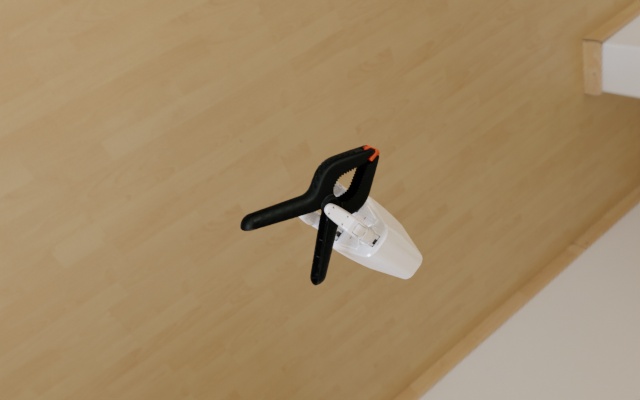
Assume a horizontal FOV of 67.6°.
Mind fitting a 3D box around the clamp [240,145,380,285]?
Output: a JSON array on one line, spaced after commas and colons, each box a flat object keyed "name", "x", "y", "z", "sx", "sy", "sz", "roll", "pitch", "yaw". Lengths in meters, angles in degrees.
[{"name": "clamp", "x": 0.001, "y": 0.002, "z": 0.655, "sx": 0.165, "sy": 0.210, "sz": 0.036, "roll": 35, "pitch": 0, "yaw": -36}]
